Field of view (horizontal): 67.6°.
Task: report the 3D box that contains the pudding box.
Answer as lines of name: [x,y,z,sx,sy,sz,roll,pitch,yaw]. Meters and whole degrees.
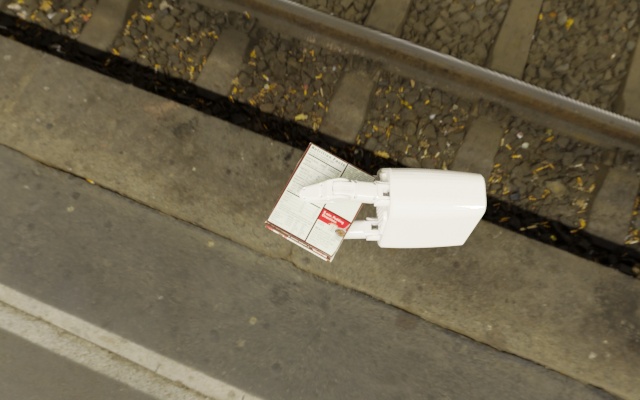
pudding box: [0.000,0.002,0.559,0.090,0.113,0.039,29,-14,3]
